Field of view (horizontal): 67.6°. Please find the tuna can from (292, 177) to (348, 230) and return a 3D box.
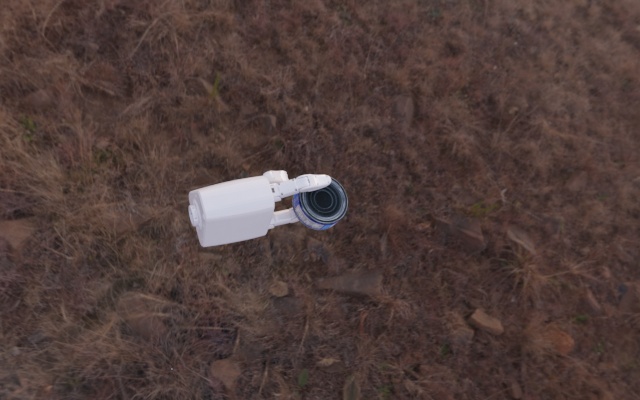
[{"bbox_3d":[0.000,0.002,0.769,0.086,0.086,0.034,0,-20,-23],"label":"tuna can"}]
